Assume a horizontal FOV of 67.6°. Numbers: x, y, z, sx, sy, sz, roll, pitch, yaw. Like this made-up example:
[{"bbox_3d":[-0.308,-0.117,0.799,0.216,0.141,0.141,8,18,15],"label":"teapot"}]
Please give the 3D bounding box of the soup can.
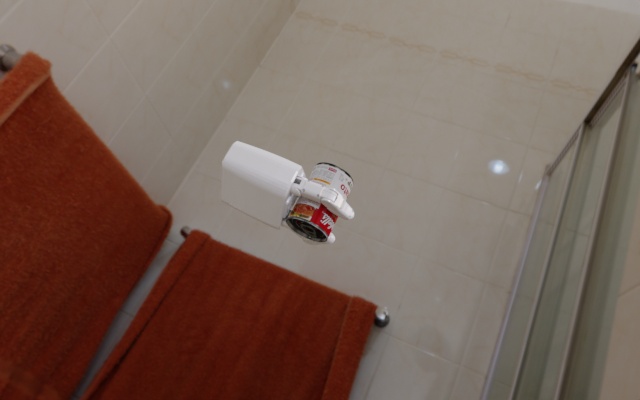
[{"bbox_3d":[0.001,0.002,0.719,0.068,0.102,0.068,22,-23,10],"label":"soup can"}]
